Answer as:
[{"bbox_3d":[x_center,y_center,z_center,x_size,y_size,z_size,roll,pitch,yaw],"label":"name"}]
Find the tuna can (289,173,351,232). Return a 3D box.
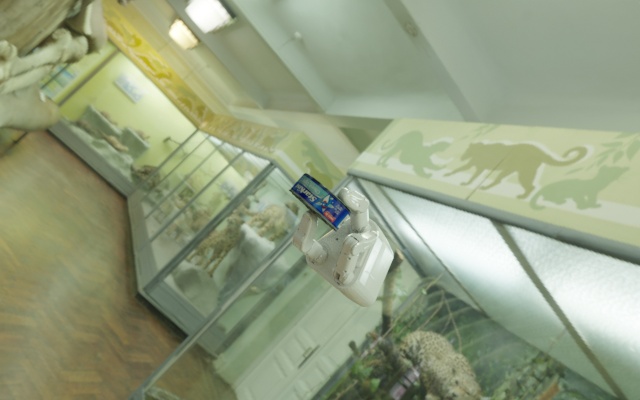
[{"bbox_3d":[0.000,0.002,0.643,0.086,0.034,0.086,41,-3,3],"label":"tuna can"}]
